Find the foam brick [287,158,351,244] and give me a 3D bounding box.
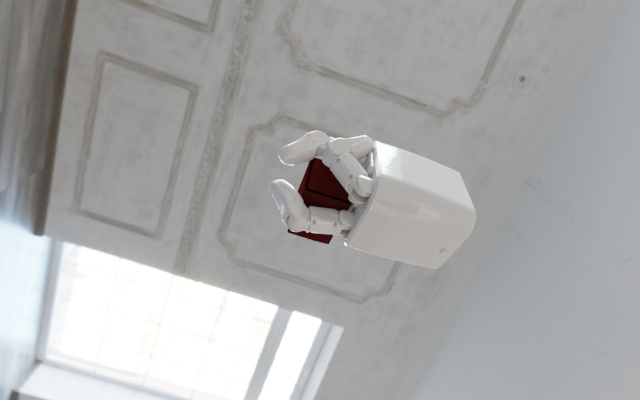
[{"bbox_3d":[0.000,0.002,0.527,0.051,0.053,0.078,17,-42,-8],"label":"foam brick"}]
